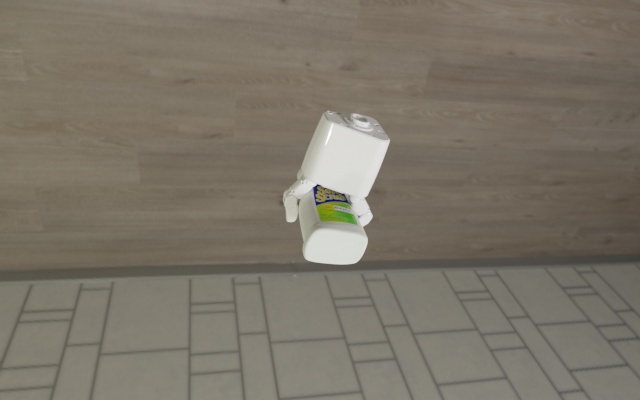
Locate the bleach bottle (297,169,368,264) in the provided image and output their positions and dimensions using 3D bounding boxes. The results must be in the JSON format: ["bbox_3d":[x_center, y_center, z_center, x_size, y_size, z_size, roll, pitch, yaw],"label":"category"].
[{"bbox_3d":[0.000,0.003,0.824,0.102,0.068,0.250,8,32,-20],"label":"bleach bottle"}]
